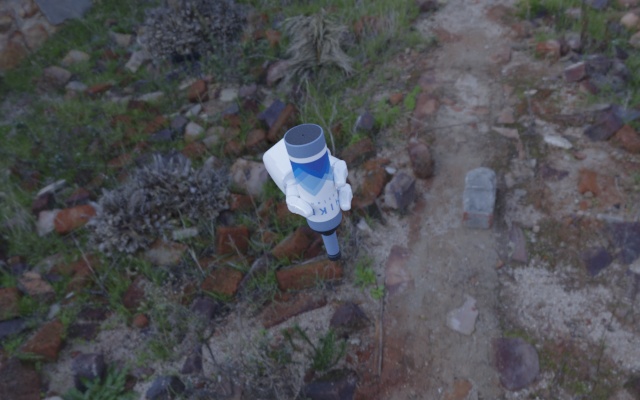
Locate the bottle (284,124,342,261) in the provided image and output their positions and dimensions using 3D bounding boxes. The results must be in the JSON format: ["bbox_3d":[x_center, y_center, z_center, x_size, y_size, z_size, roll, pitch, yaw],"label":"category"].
[{"bbox_3d":[0.000,0.003,0.874,0.069,0.296,0.069,-9,39,7],"label":"bottle"}]
